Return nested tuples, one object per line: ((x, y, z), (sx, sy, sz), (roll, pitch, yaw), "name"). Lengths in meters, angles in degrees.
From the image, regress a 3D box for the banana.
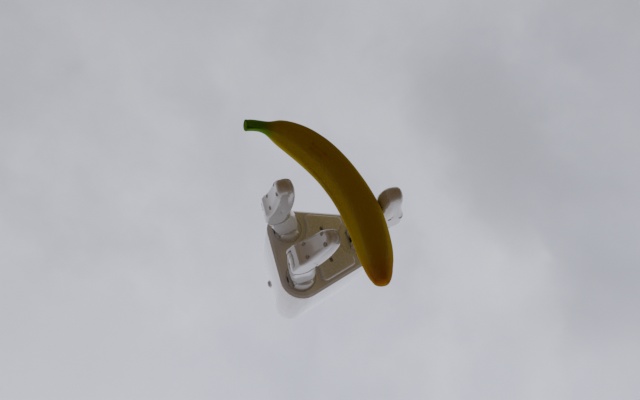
((0.011, -0.010, 0.446), (0.069, 0.197, 0.037), (-34, -15, -29), "banana")
